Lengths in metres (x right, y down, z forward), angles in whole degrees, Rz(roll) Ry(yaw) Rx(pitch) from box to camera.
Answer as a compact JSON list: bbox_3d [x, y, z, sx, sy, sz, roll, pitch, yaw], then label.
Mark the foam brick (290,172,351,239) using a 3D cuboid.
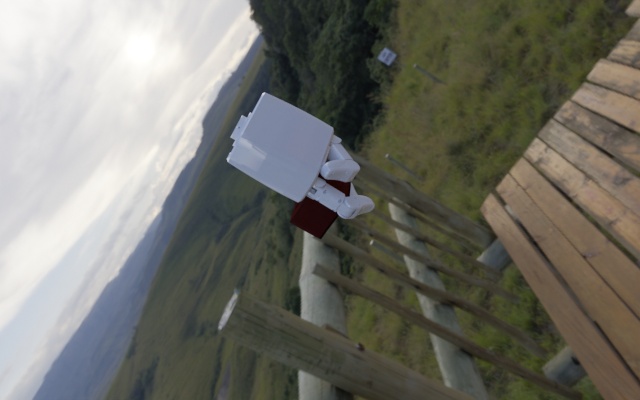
[{"bbox_3d":[0.000,0.002,0.656,0.051,0.078,0.053,27,34,-12],"label":"foam brick"}]
